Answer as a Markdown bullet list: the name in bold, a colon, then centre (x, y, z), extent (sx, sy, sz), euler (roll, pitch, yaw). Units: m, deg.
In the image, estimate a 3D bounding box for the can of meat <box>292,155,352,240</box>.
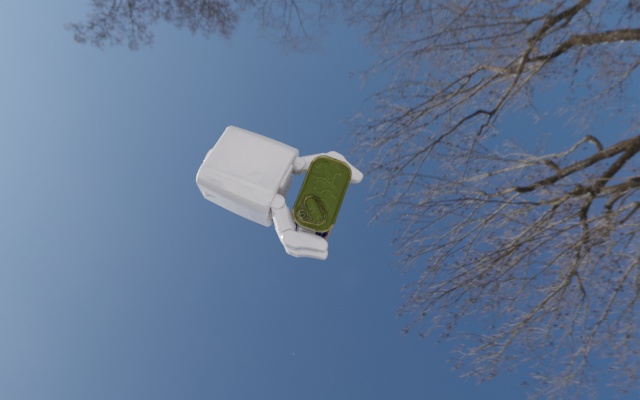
- **can of meat**: centre (0.000, 0.002, 0.653), extent (0.057, 0.102, 0.084), euler (20, -18, 3)
